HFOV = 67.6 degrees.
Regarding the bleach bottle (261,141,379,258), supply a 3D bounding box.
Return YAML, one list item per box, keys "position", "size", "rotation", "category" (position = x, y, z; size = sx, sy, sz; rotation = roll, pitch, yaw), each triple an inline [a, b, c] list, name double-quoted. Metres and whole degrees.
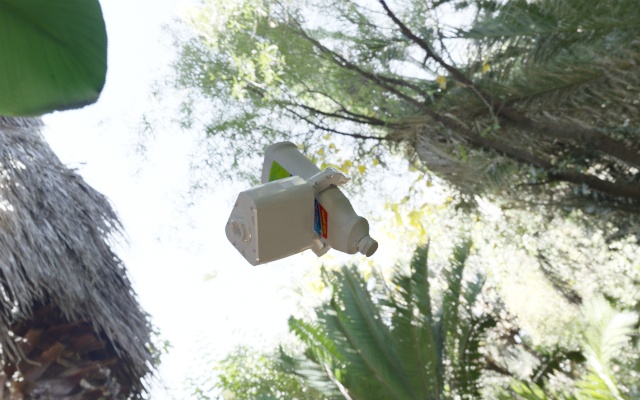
- position: [0.000, 0.003, 0.784]
  size: [0.068, 0.103, 0.250]
  rotation: [-17, 43, -39]
  category: "bleach bottle"
